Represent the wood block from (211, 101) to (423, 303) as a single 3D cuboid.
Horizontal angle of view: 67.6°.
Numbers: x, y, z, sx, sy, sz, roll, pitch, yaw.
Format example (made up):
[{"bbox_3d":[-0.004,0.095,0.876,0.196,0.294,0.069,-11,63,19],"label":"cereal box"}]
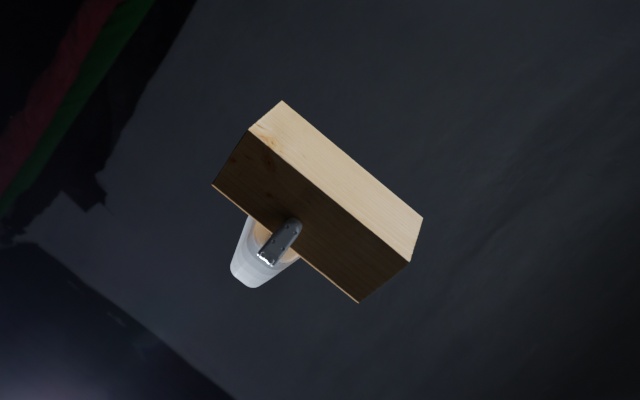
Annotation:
[{"bbox_3d":[0.000,0.002,0.523,0.090,0.206,0.090,-48,6,37],"label":"wood block"}]
